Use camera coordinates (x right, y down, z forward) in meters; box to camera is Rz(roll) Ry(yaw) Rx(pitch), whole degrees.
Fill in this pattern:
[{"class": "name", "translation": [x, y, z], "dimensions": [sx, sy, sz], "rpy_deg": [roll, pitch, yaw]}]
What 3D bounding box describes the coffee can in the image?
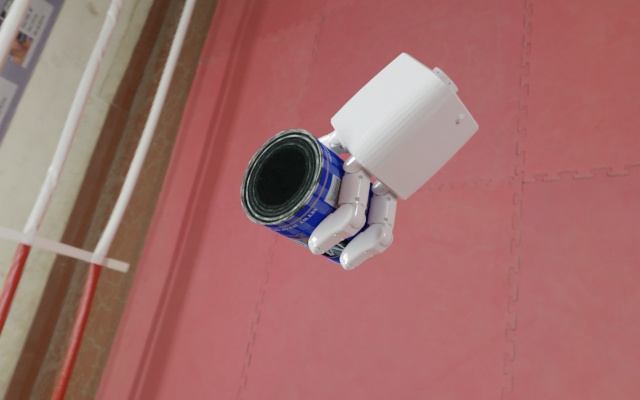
[{"class": "coffee can", "translation": [0.000, 0.002, 0.512], "dimensions": [0.103, 0.102, 0.140], "rpy_deg": [0, -22, 39]}]
